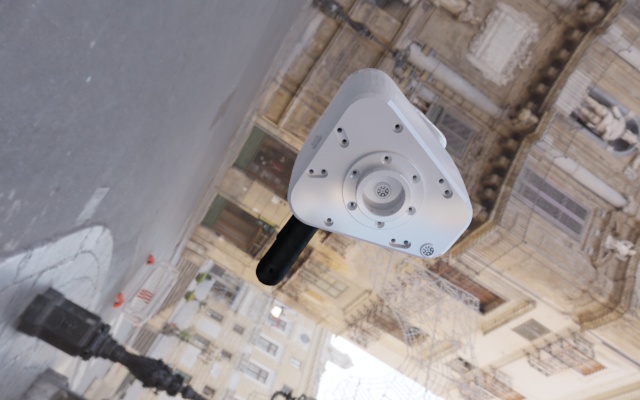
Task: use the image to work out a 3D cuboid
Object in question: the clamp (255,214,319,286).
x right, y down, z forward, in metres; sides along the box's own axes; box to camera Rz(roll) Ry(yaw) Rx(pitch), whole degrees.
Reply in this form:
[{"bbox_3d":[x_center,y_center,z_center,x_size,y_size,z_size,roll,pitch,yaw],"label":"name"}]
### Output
[{"bbox_3d":[0.001,0.002,0.428,0.039,0.171,0.120,33,20,-7],"label":"clamp"}]
